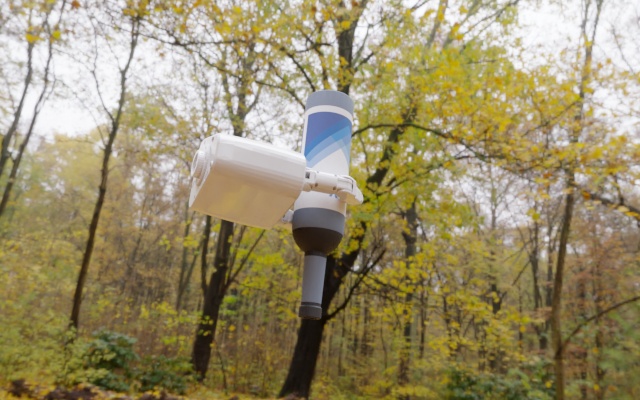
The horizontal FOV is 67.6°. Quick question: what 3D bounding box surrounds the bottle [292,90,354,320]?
[{"bbox_3d":[0.000,0.002,0.617,0.069,0.295,0.069,5,-19,2],"label":"bottle"}]
